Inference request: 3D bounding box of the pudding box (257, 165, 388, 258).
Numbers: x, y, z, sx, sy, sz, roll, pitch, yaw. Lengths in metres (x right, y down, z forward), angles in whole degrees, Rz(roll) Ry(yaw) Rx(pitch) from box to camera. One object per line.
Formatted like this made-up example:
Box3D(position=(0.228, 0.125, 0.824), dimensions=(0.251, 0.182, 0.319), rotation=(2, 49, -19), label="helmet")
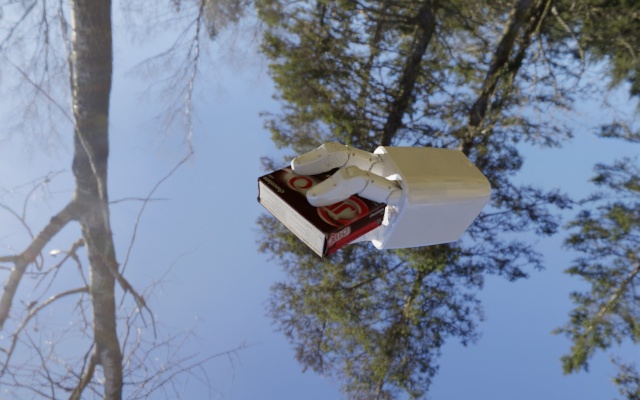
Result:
Box3D(position=(0.000, 0.002, 0.512), dimensions=(0.090, 0.039, 0.113), rotation=(-25, 47, -37), label="pudding box")
